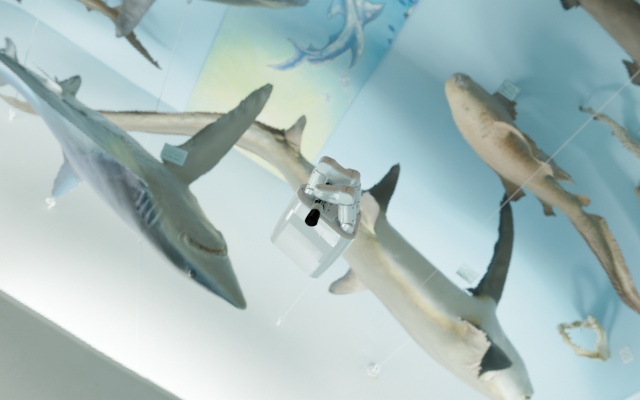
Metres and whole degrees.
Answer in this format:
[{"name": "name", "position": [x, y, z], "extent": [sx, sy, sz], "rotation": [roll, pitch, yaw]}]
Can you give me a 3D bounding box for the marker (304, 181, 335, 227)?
[{"name": "marker", "position": [0.000, 0.002, 0.698], "extent": [0.020, 0.020, 0.121], "rotation": [0, 29, 16]}]
